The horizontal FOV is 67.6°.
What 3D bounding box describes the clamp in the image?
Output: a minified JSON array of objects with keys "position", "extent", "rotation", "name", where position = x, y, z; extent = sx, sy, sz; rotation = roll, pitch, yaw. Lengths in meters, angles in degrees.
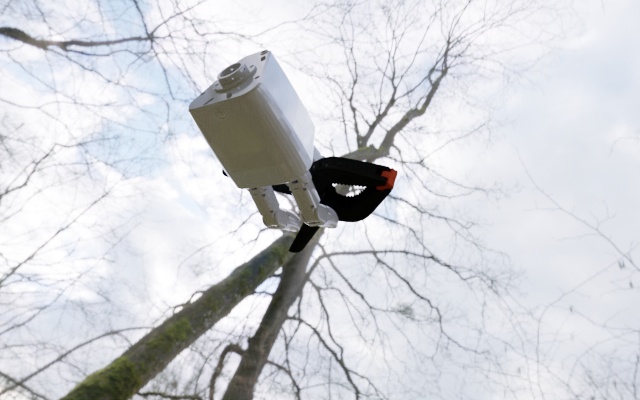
[{"position":[0.001,0.001,0.583],"extent":[0.210,0.036,0.165],"rotation":[-7,-48,30],"name":"clamp"}]
